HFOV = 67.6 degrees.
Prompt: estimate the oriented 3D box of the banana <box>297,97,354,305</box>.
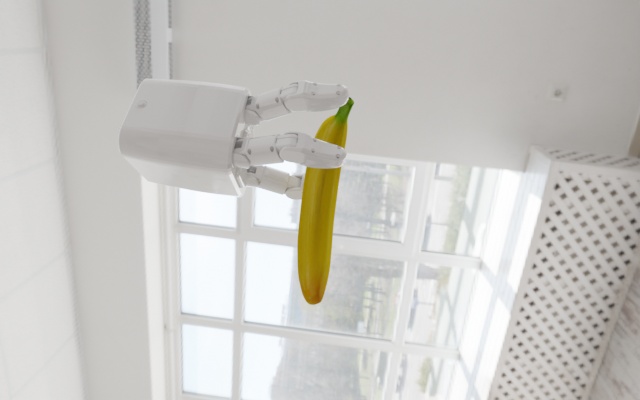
[{"bbox_3d":[-0.001,0.001,0.471,0.037,0.197,0.069,8,-8,-2],"label":"banana"}]
